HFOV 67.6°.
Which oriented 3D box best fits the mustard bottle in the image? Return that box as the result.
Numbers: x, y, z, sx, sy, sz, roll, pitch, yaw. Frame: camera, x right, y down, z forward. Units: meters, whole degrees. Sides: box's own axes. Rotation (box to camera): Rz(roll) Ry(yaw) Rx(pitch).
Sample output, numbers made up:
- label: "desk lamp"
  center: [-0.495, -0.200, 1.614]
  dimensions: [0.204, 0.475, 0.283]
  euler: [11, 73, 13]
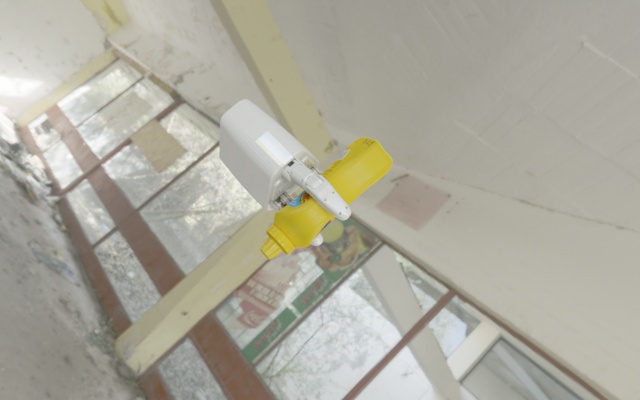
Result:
- label: "mustard bottle"
  center: [0.001, 0.002, 0.600]
  dimensions: [0.191, 0.058, 0.096]
  euler: [-42, 10, -12]
